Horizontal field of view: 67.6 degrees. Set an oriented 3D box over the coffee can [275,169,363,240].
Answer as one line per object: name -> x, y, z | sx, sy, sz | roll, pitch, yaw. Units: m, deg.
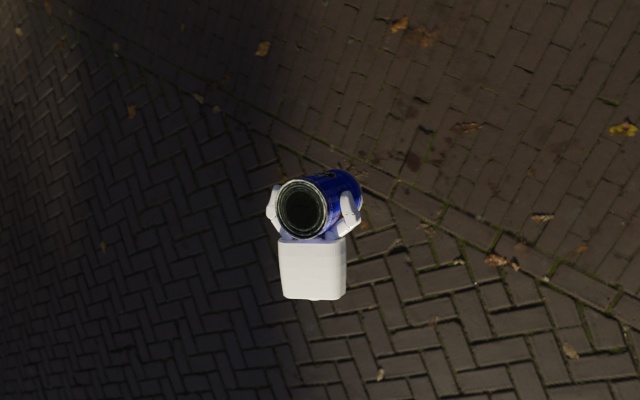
coffee can -> 0.000, 0.003, 0.845 | 0.103, 0.103, 0.140 | 0, 10, 29
